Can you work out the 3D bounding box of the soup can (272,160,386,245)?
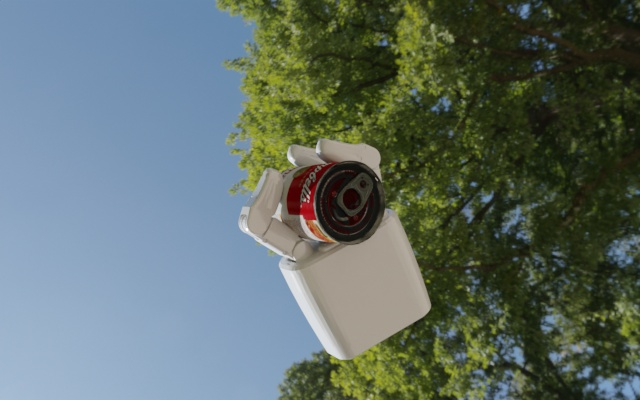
[{"bbox_3d":[0.000,0.001,0.423,0.068,0.068,0.102,0,1,-30],"label":"soup can"}]
